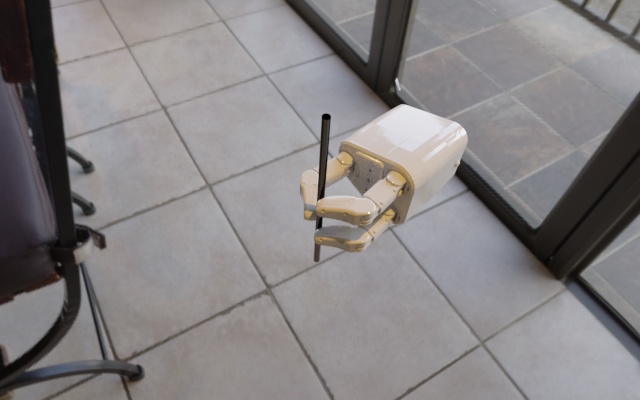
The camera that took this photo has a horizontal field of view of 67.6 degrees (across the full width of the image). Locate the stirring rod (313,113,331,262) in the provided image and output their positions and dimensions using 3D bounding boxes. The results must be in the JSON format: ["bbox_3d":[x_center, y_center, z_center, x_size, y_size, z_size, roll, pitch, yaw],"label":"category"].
[{"bbox_3d":[0.000,0.002,0.494,0.011,0.011,0.240,0,-36,-3],"label":"stirring rod"}]
